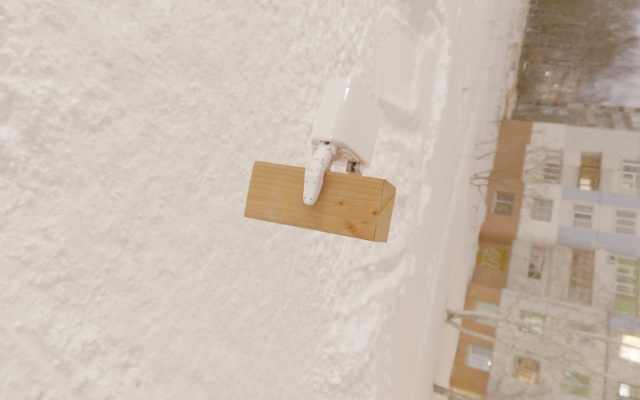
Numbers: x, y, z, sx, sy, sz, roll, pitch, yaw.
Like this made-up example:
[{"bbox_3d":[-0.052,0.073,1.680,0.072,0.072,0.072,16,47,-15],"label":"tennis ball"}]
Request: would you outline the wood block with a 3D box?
[{"bbox_3d":[0.000,0.002,0.730,0.206,0.090,0.091,9,-3,20],"label":"wood block"}]
